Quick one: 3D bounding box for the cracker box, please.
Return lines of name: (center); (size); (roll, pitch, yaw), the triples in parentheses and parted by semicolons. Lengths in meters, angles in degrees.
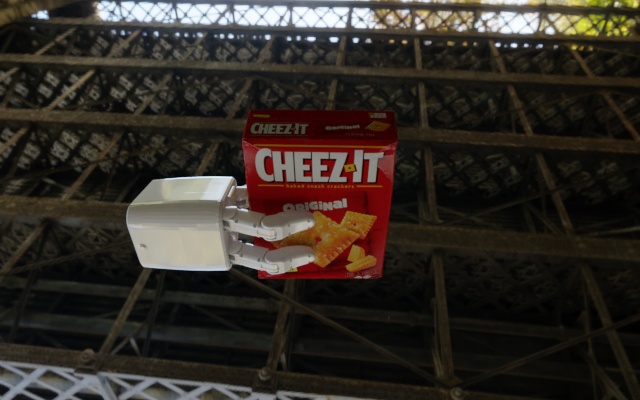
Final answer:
cracker box: (0.000, 0.002, 0.573); (0.164, 0.214, 0.072); (0, 40, 1)
